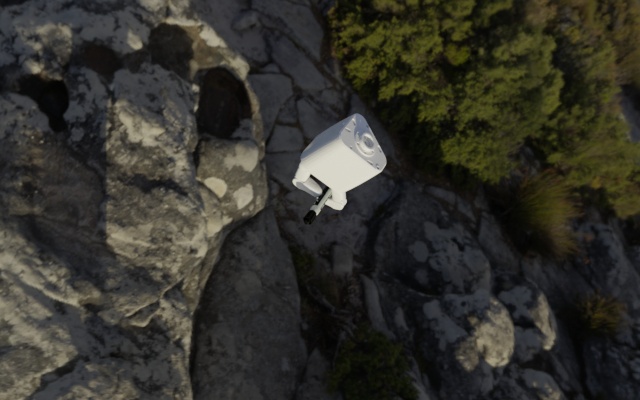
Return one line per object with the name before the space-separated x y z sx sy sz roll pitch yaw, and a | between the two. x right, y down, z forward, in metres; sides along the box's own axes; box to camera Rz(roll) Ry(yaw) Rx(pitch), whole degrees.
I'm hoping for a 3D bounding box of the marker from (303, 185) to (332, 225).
marker | 0.000 0.003 0.900 0.020 0.020 0.121 0 38 33
